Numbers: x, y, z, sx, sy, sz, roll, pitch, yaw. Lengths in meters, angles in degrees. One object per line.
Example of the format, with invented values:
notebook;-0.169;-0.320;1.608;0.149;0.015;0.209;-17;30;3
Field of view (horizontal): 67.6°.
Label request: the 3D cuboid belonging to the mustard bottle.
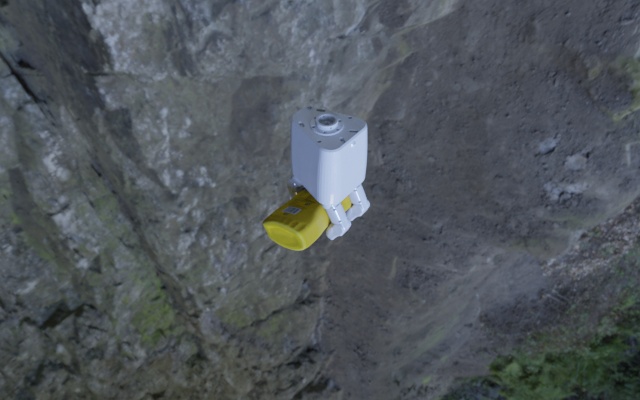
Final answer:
mustard bottle;0.000;0.003;0.799;0.096;0.058;0.191;10;42;44
